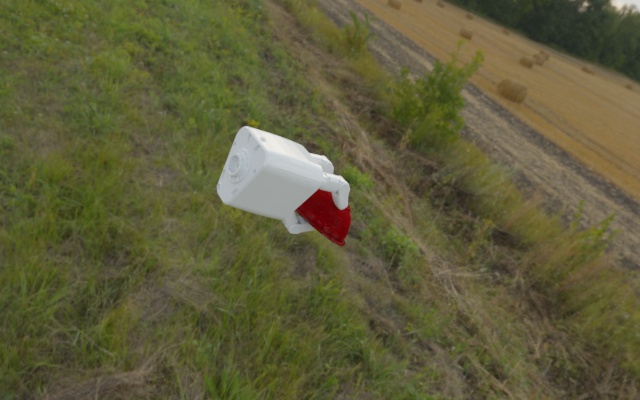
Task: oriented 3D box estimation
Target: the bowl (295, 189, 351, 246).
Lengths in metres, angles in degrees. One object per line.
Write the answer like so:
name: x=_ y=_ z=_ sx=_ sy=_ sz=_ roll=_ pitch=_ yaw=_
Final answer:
bowl: x=0.001 y=0.003 z=0.813 sx=0.162 sy=0.055 sz=0.162 roll=43 pitch=7 yaw=-7
